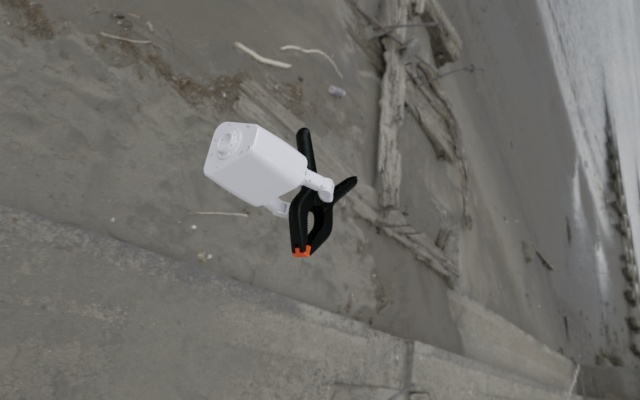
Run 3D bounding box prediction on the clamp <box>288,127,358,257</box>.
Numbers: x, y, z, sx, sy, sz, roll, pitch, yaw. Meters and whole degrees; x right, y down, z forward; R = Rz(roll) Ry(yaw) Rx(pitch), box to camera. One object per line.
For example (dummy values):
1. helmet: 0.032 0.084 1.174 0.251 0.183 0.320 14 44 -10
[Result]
1. clamp: 0.001 0.003 0.811 0.036 0.210 0.165 -10 -30 40
